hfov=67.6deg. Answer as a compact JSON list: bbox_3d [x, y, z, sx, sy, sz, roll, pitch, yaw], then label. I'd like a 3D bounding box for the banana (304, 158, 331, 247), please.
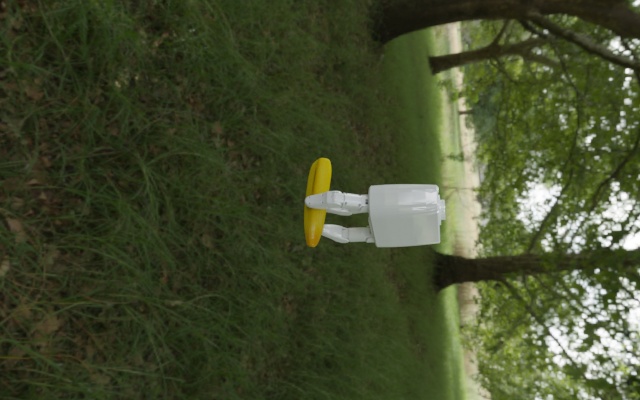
[{"bbox_3d":[-0.002,-0.013,0.810,0.037,0.070,0.197,-1,42,10],"label":"banana"}]
